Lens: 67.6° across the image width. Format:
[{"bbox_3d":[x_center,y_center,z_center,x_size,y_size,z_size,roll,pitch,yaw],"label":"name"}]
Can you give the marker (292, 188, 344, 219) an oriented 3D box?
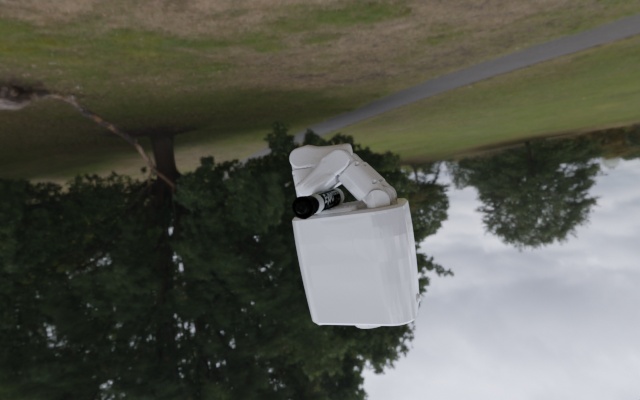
[{"bbox_3d":[0.000,0.001,0.431,0.020,0.020,0.121,0,5,15],"label":"marker"}]
